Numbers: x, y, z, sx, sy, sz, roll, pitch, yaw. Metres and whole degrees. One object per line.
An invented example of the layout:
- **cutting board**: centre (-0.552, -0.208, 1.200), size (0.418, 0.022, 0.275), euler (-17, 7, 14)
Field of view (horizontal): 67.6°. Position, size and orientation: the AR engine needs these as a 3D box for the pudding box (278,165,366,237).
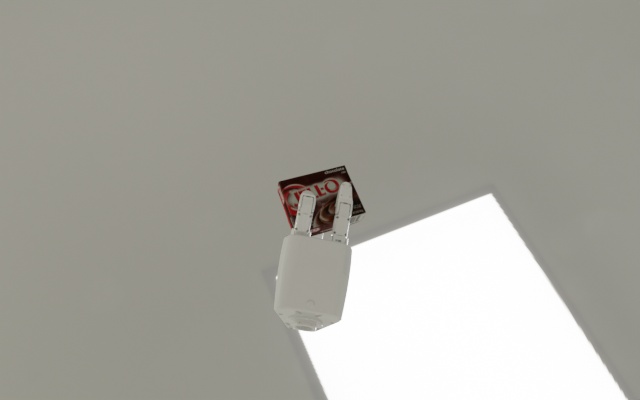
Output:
- **pudding box**: centre (0.000, 0.003, 0.731), size (0.113, 0.090, 0.039), euler (-14, -25, -17)
